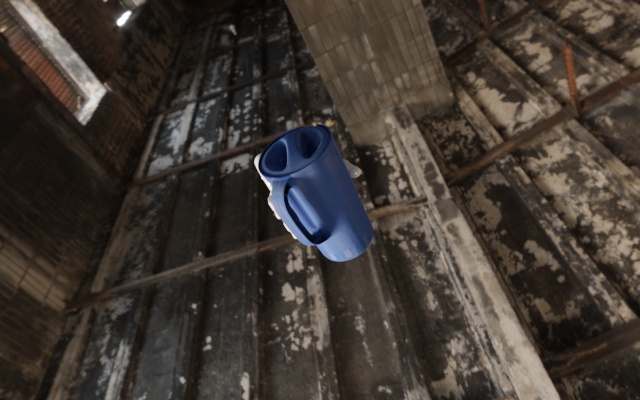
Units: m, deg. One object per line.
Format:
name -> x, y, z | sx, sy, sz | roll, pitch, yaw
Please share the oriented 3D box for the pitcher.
pitcher -> 0.000, 0.003, 0.834 | 0.149, 0.243, 0.145 | -36, 36, -6
